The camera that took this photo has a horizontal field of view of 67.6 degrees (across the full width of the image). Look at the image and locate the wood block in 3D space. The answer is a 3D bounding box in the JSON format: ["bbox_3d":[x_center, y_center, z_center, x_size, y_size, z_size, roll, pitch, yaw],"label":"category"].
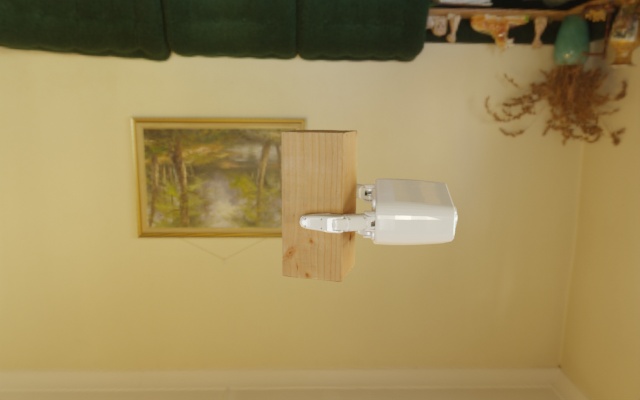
[{"bbox_3d":[0.000,0.002,0.695,0.090,0.206,0.091,4,11,17],"label":"wood block"}]
